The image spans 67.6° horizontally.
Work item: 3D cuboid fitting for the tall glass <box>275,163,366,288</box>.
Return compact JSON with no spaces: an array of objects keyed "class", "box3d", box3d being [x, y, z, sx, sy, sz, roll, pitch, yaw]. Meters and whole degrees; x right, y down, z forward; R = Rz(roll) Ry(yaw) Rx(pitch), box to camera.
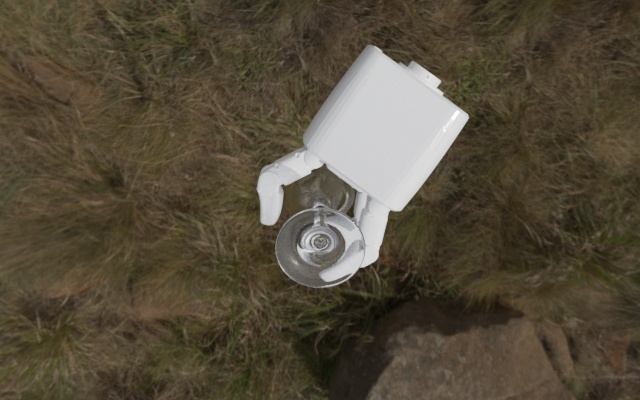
[{"class":"tall glass","box3d":[0.000,0.002,0.482,0.079,0.079,0.201,0,23,0]}]
